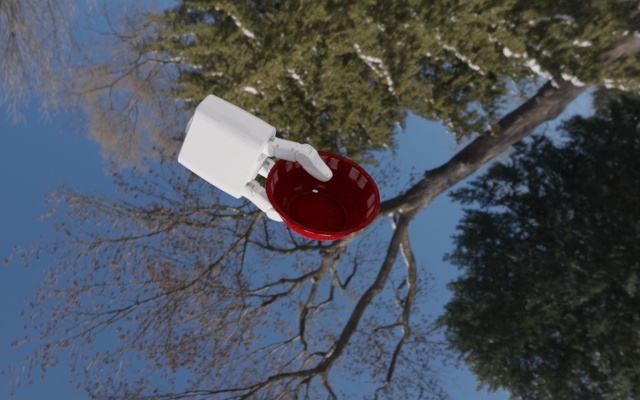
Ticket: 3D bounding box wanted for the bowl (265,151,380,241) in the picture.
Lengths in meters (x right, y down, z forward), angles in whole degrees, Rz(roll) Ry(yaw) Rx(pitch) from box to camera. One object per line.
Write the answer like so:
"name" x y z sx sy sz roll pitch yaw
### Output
"bowl" 0.001 0.003 0.676 0.162 0.162 0.055 0 -43 -14
